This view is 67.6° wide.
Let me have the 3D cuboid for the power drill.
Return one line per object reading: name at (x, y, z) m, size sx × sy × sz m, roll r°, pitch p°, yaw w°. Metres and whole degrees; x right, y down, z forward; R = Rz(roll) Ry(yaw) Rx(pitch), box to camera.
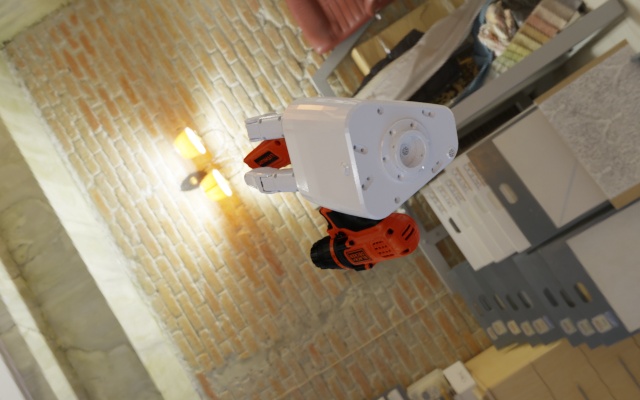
power drill at (0.000, 0.001, 0.543) m, size 0.057 × 0.188 × 0.184 m, roll -49°, pitch 14°, yaw -33°
